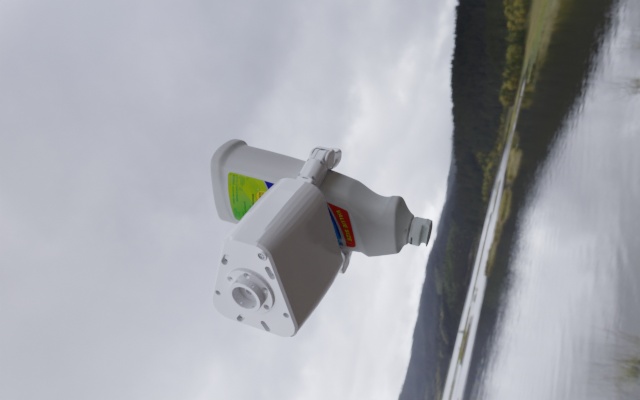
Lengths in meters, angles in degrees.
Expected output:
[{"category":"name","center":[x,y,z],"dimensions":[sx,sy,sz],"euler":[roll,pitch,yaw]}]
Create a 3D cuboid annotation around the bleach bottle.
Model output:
[{"category":"bleach bottle","center":[0.000,0.002,0.540],"dimensions":[0.251,0.103,0.068],"euler":[13,34,20]}]
